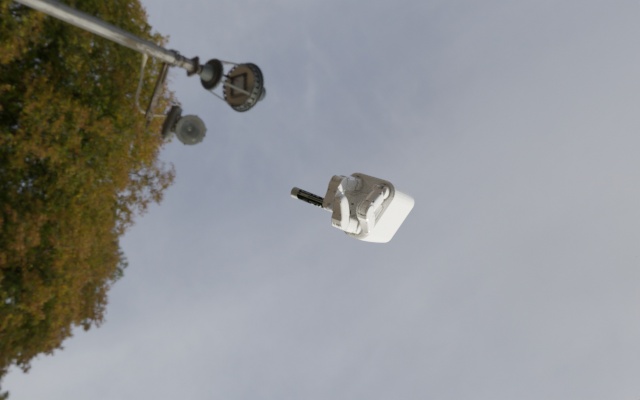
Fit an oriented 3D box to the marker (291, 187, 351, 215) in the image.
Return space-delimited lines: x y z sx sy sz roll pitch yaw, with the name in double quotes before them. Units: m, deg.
"marker" 0.000 0.003 0.812 0.121 0.020 0.020 21 12 33
